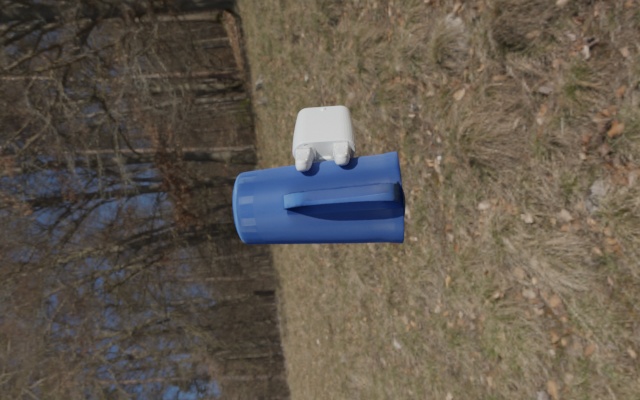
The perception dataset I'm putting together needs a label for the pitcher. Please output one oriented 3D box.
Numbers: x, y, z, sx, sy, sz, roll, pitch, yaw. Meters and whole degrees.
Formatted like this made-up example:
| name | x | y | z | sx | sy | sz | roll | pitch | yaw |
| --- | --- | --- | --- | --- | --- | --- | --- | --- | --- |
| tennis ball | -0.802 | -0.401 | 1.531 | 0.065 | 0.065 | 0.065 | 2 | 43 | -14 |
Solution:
| name | x | y | z | sx | sy | sz | roll | pitch | yaw |
| --- | --- | --- | --- | --- | --- | --- | --- | --- | --- |
| pitcher | 0.000 | 0.002 | 0.692 | 0.243 | 0.149 | 0.145 | -4 | 42 | 4 |
